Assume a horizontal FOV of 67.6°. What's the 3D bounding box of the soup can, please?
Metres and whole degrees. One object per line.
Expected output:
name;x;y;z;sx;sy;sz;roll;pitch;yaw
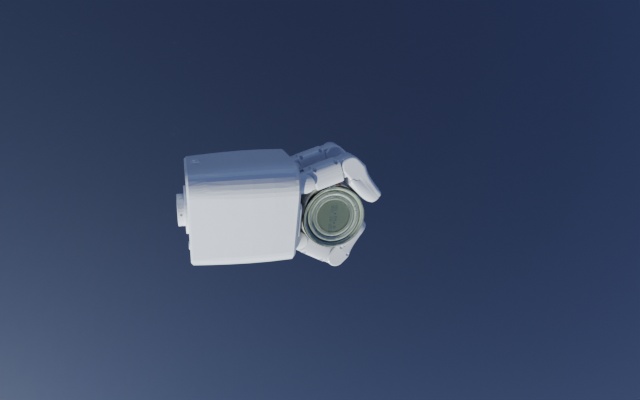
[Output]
soup can;0.001;0.002;0.527;0.068;0.068;0.102;0;18;-17
